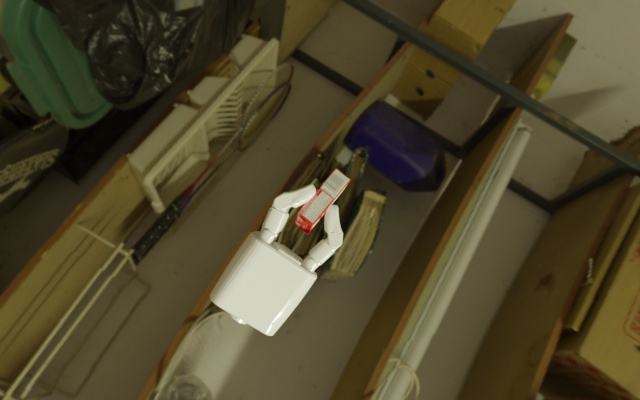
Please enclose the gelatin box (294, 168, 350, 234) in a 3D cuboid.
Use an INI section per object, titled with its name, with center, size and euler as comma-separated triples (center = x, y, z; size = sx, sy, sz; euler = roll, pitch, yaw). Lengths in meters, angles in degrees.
[gelatin box]
center = 0.001, 0.002, 0.690
size = 0.030, 0.089, 0.073
euler = 39, -14, 2
